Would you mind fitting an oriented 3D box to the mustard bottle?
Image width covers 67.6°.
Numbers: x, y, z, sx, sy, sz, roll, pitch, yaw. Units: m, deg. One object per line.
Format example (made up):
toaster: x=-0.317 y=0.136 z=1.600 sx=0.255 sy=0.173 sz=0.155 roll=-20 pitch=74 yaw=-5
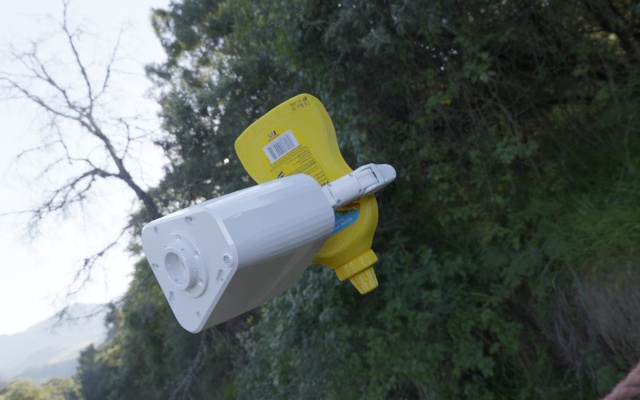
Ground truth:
mustard bottle: x=0.000 y=0.001 z=0.460 sx=0.096 sy=0.191 sz=0.058 roll=-32 pitch=-8 yaw=15
